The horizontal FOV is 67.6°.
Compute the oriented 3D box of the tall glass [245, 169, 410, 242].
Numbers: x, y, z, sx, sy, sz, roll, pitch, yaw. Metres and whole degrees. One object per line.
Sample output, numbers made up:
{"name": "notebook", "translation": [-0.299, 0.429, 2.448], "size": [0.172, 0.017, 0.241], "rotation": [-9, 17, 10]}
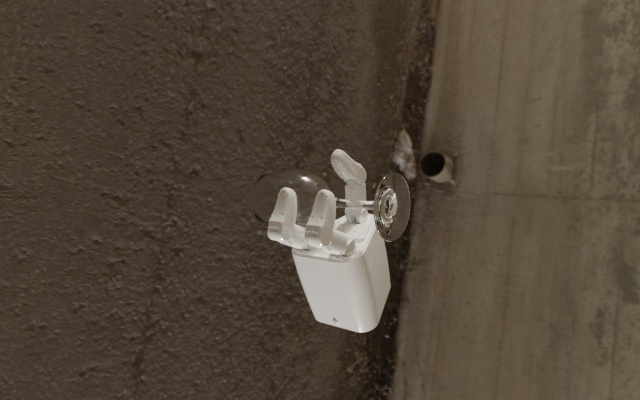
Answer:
{"name": "tall glass", "translation": [0.001, 0.002, 0.568], "size": [0.201, 0.079, 0.079], "rotation": [4, 3, 38]}
